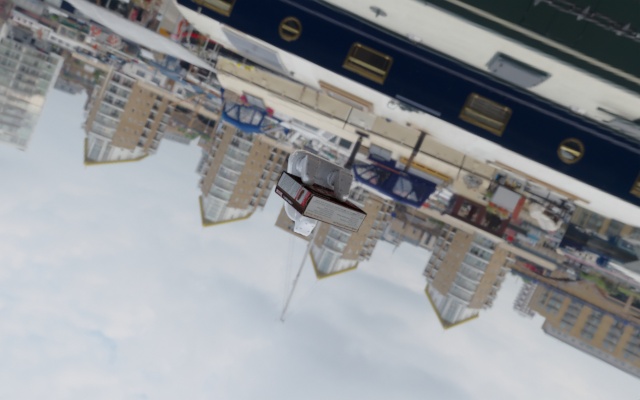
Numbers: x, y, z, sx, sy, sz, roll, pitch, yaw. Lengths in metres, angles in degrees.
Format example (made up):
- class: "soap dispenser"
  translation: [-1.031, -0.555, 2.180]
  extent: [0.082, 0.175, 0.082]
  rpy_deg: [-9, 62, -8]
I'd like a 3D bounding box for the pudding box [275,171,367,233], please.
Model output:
- class: "pudding box"
  translation: [0.000, 0.002, 0.705]
  extent: [0.113, 0.039, 0.090]
  rpy_deg: [17, 12, -39]
